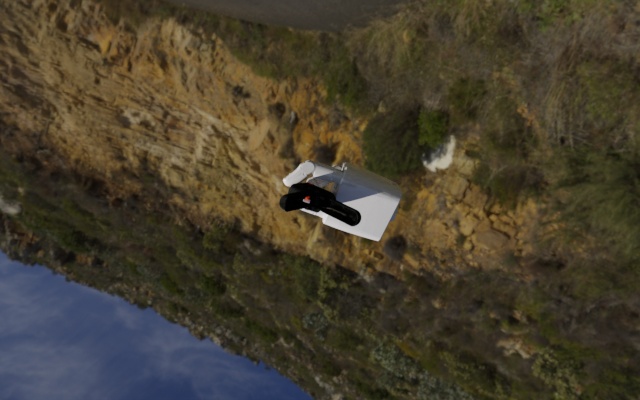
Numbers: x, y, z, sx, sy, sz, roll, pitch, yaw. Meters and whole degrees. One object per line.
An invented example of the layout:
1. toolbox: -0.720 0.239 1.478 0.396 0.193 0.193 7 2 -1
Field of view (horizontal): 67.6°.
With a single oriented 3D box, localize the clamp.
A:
1. clamp: 0.000 0.003 0.747 0.120 0.039 0.171 20 12 -4
